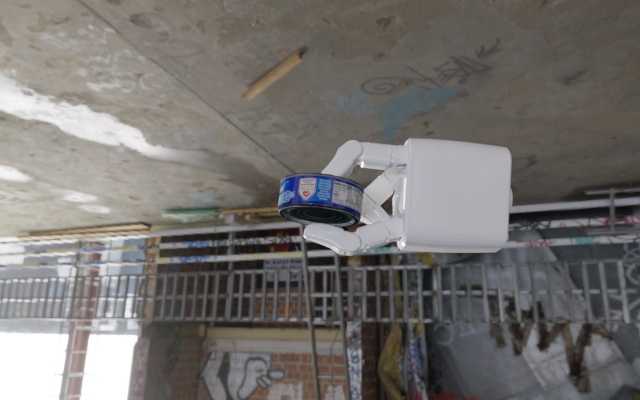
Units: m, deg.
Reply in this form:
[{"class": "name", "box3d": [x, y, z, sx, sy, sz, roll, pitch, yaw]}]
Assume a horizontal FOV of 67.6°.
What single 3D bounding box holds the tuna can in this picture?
[{"class": "tuna can", "box3d": [0.000, 0.002, 0.483, 0.086, 0.033, 0.086, 6, -16, 2]}]
